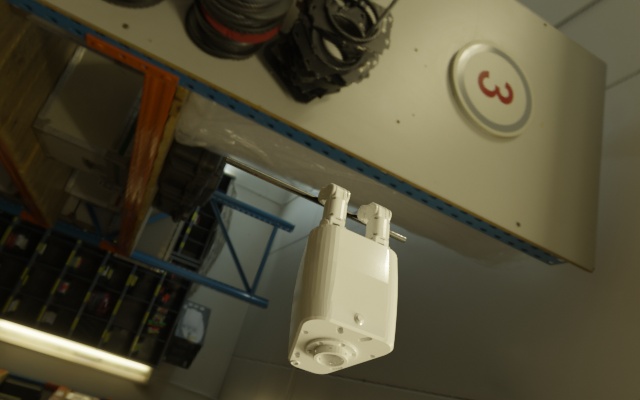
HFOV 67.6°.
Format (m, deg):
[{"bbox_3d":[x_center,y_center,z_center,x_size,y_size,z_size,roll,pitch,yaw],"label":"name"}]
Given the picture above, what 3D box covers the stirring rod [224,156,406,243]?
[{"bbox_3d":[0.000,0.002,0.564,0.239,0.011,0.011,24,-7,-16],"label":"stirring rod"}]
